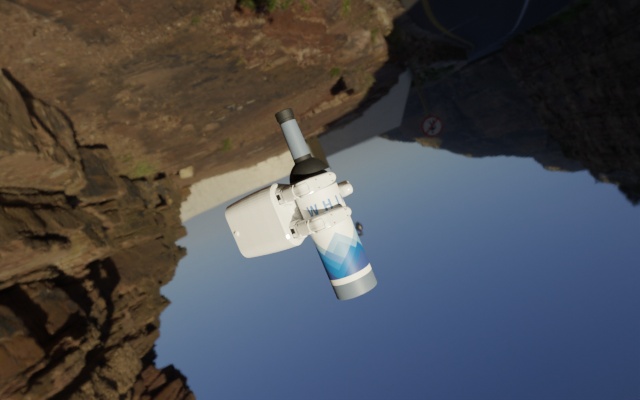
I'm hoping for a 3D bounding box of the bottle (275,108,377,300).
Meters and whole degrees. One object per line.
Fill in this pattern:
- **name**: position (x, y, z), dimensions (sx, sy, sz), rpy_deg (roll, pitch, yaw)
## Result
- **bottle**: position (0.000, 0.003, 0.723), dimensions (0.069, 0.296, 0.069), rpy_deg (-22, 4, 2)
